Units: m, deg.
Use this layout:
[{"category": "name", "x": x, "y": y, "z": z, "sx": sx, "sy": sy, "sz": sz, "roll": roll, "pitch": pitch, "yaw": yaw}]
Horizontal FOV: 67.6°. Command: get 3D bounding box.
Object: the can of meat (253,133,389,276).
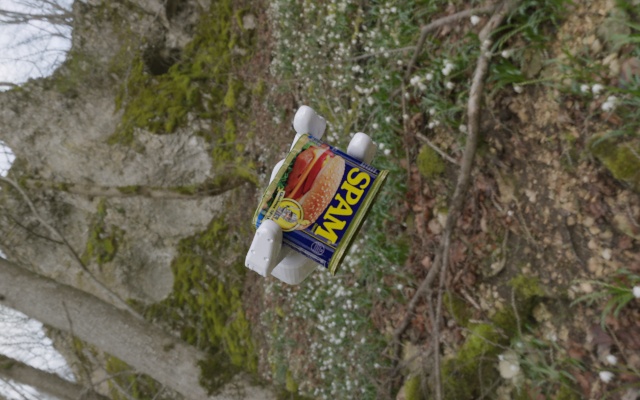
[{"category": "can of meat", "x": 0.000, "y": 0.001, "z": 0.425, "sx": 0.084, "sy": 0.102, "sz": 0.057, "roll": 28, "pitch": -15, "yaw": 9}]
